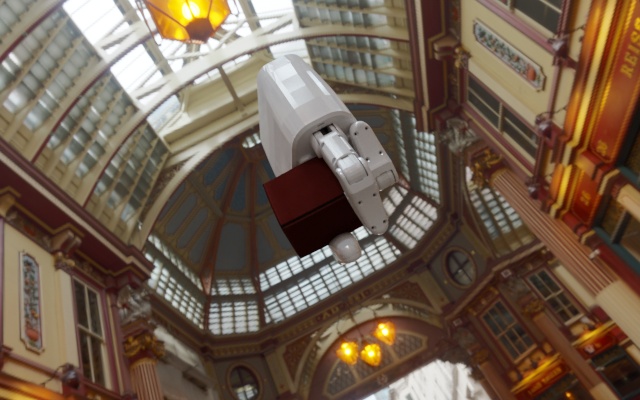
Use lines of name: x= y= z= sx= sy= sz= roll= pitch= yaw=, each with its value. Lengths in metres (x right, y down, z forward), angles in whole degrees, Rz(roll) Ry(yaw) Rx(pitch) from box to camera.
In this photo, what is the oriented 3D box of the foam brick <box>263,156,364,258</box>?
foam brick: x=0.000 y=0.001 z=0.401 sx=0.078 sy=0.051 sz=0.053 roll=-28 pitch=-37 yaw=-5
